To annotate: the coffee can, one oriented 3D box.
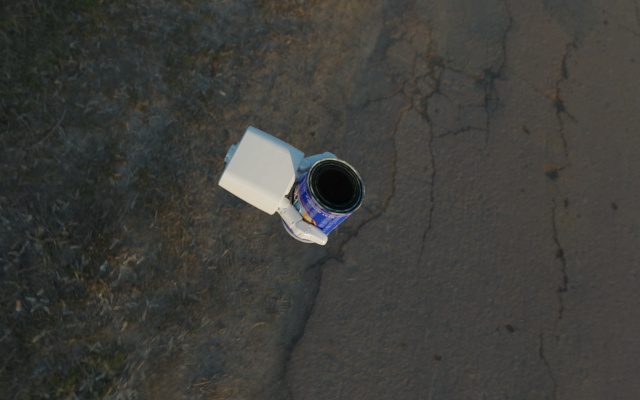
[{"bbox_3d":[0.000,0.003,0.832,0.103,0.102,0.140,0,-23,-24],"label":"coffee can"}]
